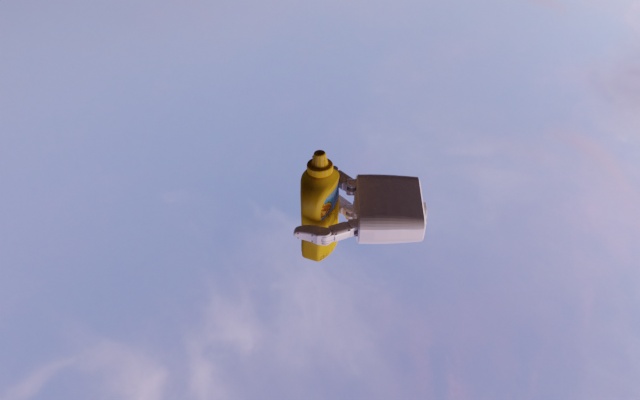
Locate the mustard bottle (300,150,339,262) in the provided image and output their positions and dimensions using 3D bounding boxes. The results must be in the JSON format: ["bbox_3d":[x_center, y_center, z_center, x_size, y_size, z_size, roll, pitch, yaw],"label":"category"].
[{"bbox_3d":[0.000,0.003,0.779,0.058,0.192,0.096,16,42,18],"label":"mustard bottle"}]
